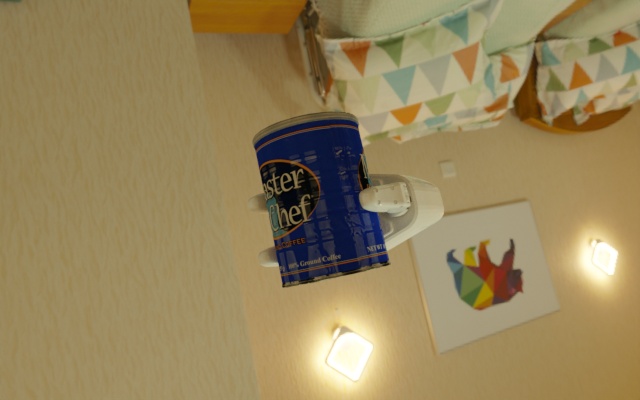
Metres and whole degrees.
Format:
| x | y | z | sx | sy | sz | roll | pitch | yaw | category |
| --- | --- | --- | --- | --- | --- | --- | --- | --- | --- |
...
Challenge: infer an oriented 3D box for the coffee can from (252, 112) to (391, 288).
| x | y | z | sx | sy | sz | roll | pitch | yaw | category |
| --- | --- | --- | --- | --- | --- | --- | --- | --- | --- |
| 0.000 | 0.001 | 0.446 | 0.103 | 0.140 | 0.103 | -12 | -7 | -2 | coffee can |
